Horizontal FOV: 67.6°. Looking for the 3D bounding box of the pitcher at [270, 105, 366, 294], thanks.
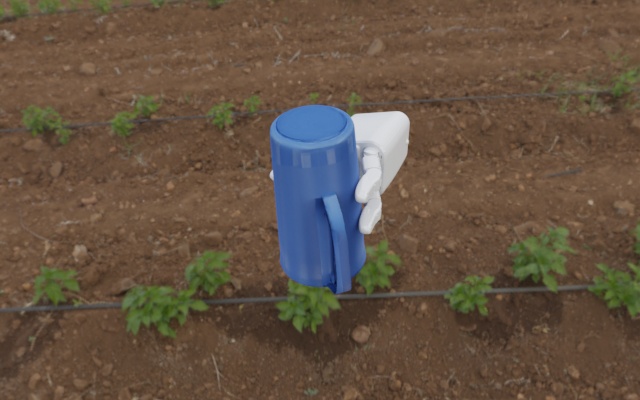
[{"bbox_3d":[0.000,0.002,0.664,0.149,0.243,0.145,17,43,25],"label":"pitcher"}]
